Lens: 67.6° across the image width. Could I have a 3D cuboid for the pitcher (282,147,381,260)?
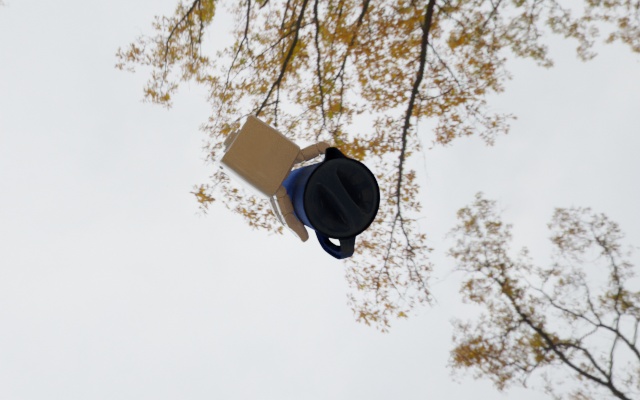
[{"bbox_3d":[0.000,0.003,0.866,0.145,0.149,0.243,35,-9,-16],"label":"pitcher"}]
